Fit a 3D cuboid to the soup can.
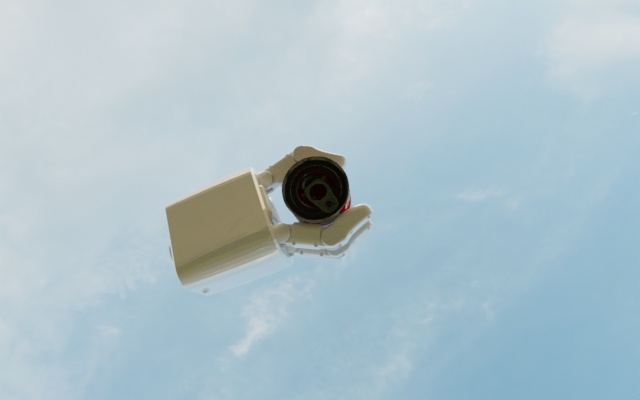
[{"bbox_3d":[0.001,0.001,0.522,0.068,0.068,0.102,0,-16,6],"label":"soup can"}]
